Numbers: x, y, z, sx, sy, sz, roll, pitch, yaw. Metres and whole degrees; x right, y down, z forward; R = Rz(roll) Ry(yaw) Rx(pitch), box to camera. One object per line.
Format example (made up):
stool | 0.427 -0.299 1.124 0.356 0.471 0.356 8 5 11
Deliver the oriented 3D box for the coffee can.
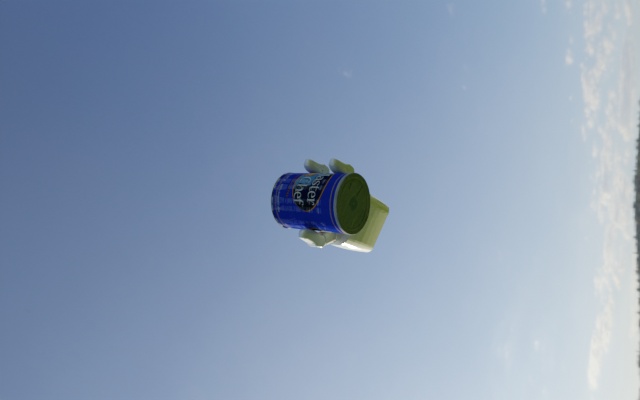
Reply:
coffee can | 0.000 0.003 0.824 0.140 0.103 0.103 3 2 37
